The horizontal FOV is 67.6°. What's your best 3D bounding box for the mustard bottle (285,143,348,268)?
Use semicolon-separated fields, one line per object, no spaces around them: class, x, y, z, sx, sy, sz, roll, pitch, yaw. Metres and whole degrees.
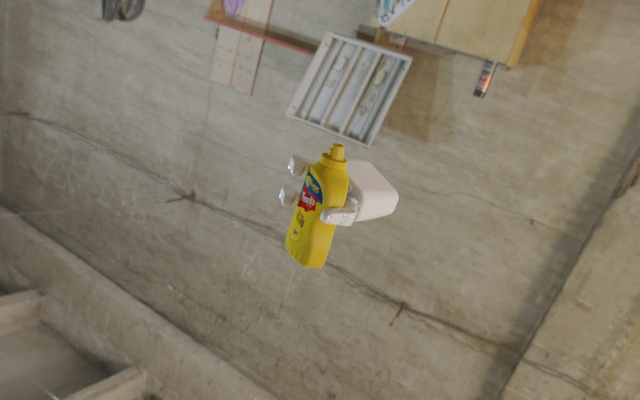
mustard bottle;0.000;0.003;0.745;0.058;0.192;0.096;8;23;-25
